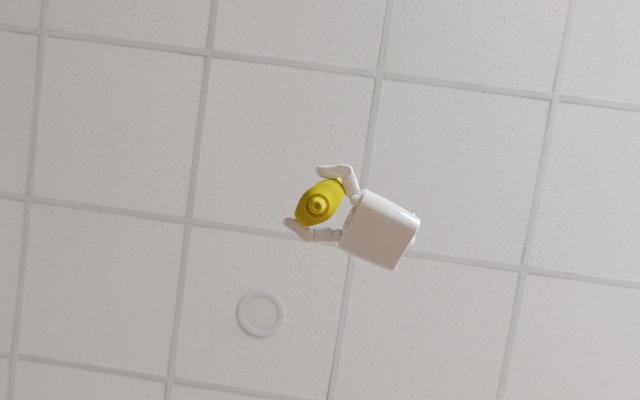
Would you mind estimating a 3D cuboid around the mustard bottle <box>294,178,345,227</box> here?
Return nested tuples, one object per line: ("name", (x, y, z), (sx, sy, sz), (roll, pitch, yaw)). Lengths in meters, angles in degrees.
("mustard bottle", (0.000, 0.002, 0.813), (0.096, 0.058, 0.191), (-39, 2, 6))
